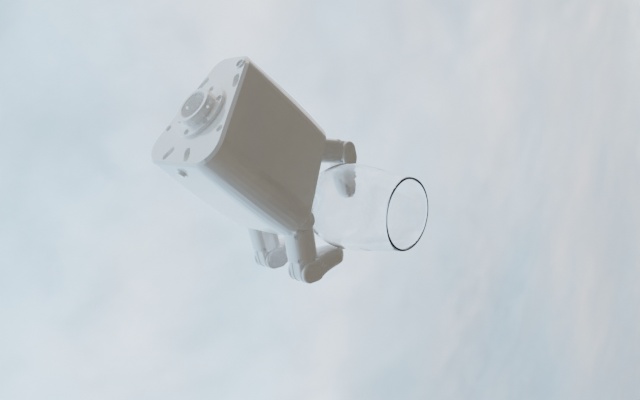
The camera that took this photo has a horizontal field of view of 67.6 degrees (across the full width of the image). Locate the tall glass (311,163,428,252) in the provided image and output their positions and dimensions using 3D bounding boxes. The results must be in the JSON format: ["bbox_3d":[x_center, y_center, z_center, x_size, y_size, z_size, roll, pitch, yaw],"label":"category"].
[{"bbox_3d":[0.000,0.001,0.458,0.201,0.079,0.079,8,5,43],"label":"tall glass"}]
